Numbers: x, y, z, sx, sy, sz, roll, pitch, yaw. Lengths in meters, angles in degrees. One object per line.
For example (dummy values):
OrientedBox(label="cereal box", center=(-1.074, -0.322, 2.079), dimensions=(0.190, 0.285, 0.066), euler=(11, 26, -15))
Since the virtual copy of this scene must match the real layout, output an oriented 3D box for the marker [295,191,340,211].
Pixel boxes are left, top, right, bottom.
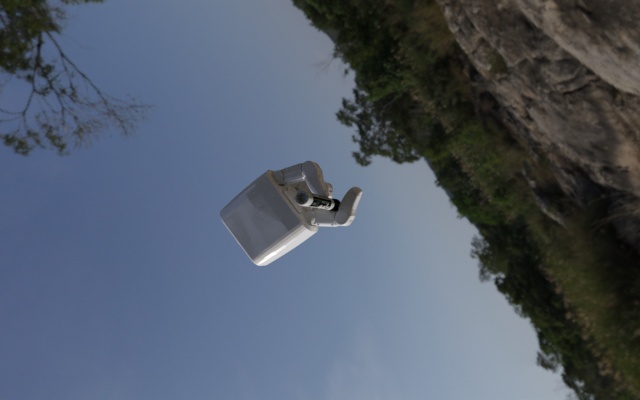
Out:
OrientedBox(label="marker", center=(0.000, 0.002, 0.647), dimensions=(0.020, 0.020, 0.121), euler=(0, -5, 23))
